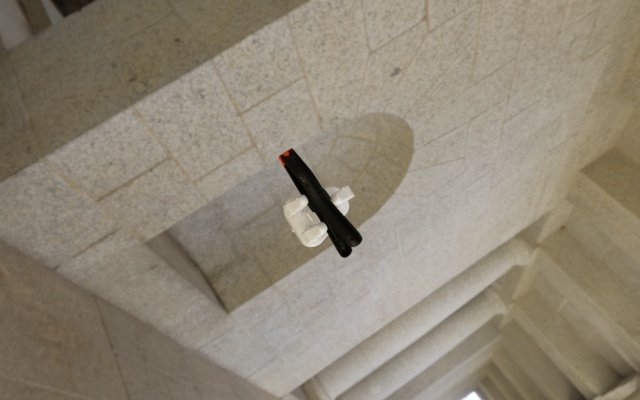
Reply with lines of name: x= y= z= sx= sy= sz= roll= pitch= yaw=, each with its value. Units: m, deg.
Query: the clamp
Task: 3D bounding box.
clamp: x=0.000 y=0.002 z=0.781 sx=0.036 sy=0.210 sz=0.164 roll=-33 pitch=-3 yaw=-10
